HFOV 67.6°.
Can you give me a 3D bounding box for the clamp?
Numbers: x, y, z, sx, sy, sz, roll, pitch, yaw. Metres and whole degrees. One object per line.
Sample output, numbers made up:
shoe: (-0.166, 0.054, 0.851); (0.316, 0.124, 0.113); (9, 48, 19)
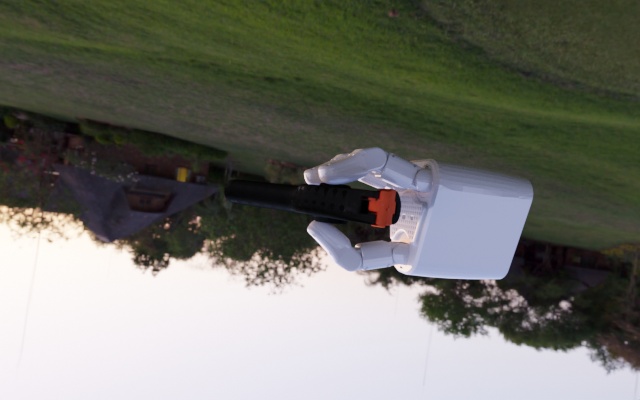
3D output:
clamp: (0.000, 0.002, 0.435); (0.164, 0.036, 0.210); (7, -1, -15)
